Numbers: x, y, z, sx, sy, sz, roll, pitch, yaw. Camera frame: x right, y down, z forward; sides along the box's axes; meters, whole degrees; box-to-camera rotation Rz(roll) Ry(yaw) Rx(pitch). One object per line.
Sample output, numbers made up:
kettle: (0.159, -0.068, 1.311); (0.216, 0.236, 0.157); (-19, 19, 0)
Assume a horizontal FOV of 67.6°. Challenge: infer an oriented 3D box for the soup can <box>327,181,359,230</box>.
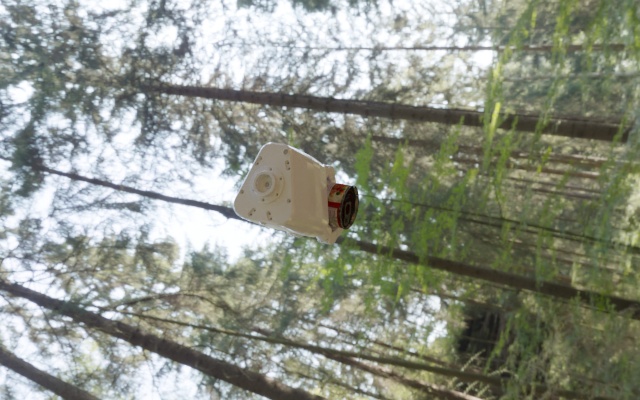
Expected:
soup can: (0.000, 0.002, 0.741); (0.102, 0.068, 0.068); (11, 4, 25)
